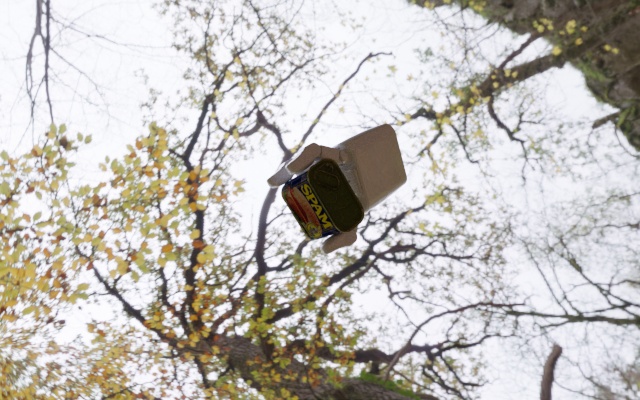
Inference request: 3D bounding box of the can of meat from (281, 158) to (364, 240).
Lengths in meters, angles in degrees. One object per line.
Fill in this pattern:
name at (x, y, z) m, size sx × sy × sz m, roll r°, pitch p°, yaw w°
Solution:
can of meat at (0.000, 0.002, 0.674) m, size 0.057 × 0.102 × 0.084 m, roll -35°, pitch 7°, yaw -35°
